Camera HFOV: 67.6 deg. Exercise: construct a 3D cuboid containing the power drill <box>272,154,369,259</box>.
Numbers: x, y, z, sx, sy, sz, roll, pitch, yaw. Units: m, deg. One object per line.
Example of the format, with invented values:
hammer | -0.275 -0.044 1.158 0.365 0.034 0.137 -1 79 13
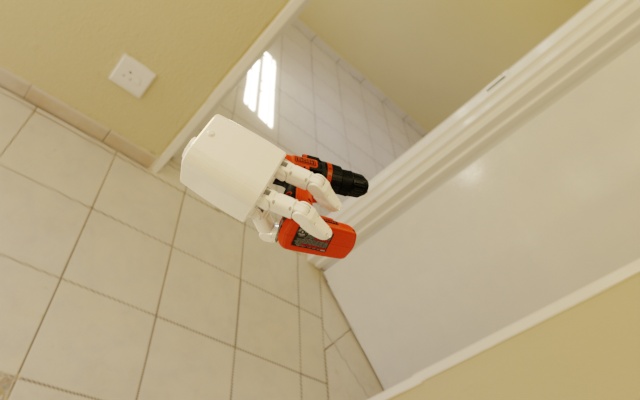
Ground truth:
power drill | 0.000 0.003 0.713 0.184 0.057 0.187 11 33 -16
